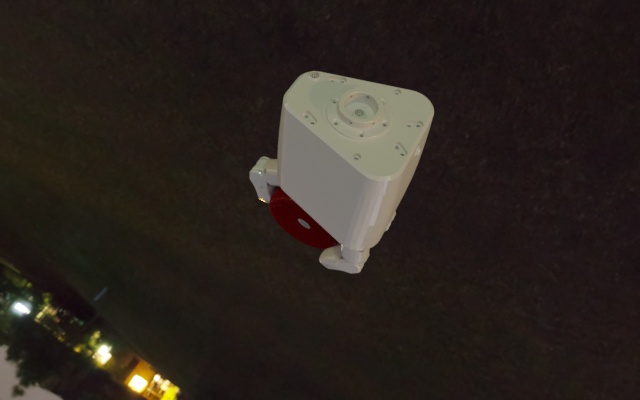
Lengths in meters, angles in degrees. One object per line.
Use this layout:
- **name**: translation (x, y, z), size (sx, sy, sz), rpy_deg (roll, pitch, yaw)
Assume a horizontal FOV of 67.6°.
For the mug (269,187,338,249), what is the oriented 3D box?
- **mug**: translation (0.000, 0.003, 0.505), size (0.093, 0.081, 0.117), rpy_deg (27, -30, 13)
